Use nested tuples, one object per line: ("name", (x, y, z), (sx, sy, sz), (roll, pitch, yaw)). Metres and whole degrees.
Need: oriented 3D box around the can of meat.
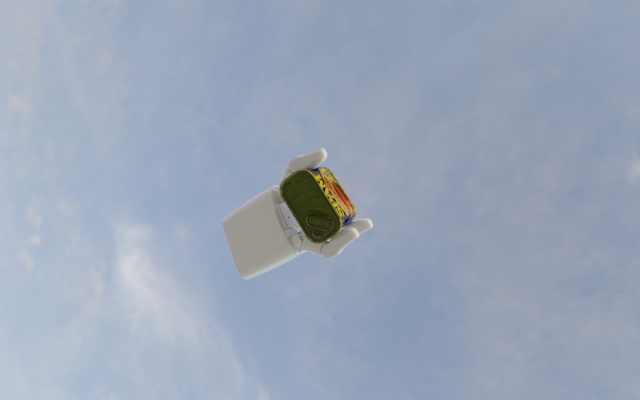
("can of meat", (0.000, 0.002, 0.685), (0.057, 0.102, 0.084), (-34, -4, 22))
